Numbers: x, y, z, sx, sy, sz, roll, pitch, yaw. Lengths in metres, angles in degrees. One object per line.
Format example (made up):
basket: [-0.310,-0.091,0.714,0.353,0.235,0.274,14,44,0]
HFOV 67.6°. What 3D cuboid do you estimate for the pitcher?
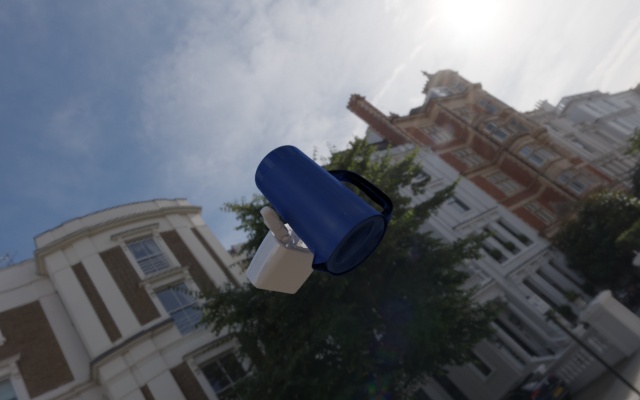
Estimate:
pitcher: [0.000,0.003,0.849,0.242,0.145,0.149,44,22,30]
